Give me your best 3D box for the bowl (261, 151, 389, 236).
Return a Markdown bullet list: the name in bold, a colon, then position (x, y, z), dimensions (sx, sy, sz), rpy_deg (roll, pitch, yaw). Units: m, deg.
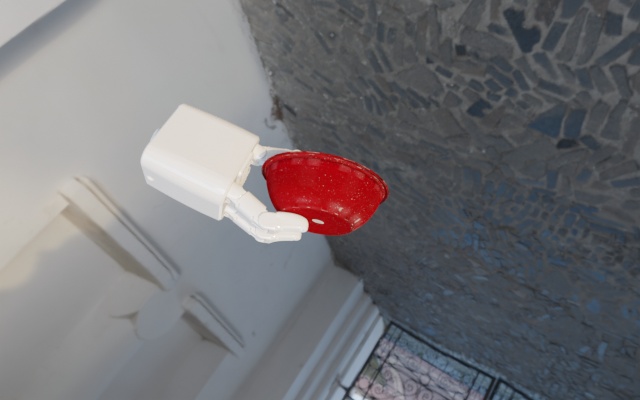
- **bowl**: position (0.001, 0.003, 0.588), dimensions (0.162, 0.055, 0.162), rpy_deg (10, -22, 4)
